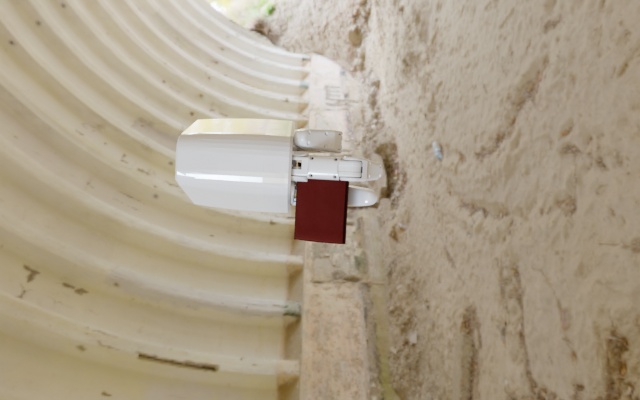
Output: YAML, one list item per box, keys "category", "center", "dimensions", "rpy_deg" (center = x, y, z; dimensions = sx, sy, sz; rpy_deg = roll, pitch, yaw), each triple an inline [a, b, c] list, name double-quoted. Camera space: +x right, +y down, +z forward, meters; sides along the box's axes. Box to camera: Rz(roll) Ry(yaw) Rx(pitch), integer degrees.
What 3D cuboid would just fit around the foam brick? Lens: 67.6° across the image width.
- category: "foam brick"
  center: [0.000, 0.002, 0.487]
  dimensions: [0.051, 0.078, 0.053]
  rpy_deg: [3, 3, -3]
